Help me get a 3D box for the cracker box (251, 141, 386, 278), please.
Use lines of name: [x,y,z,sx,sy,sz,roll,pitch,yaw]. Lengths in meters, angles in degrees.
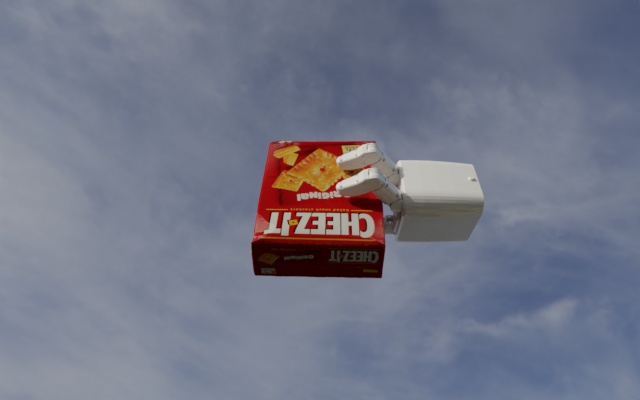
cracker box: [0.000,0.002,0.659,0.164,0.072,0.213,1,42,2]
